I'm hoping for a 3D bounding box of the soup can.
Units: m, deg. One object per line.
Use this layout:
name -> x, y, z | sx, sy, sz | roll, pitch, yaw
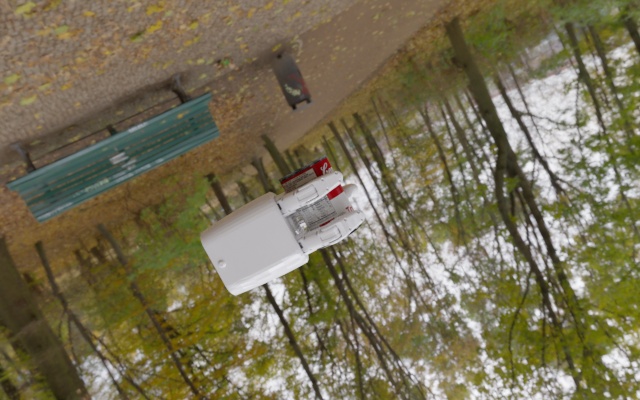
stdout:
soup can -> 0.001, 0.002, 0.613 | 0.068, 0.102, 0.068 | -28, 5, 2
